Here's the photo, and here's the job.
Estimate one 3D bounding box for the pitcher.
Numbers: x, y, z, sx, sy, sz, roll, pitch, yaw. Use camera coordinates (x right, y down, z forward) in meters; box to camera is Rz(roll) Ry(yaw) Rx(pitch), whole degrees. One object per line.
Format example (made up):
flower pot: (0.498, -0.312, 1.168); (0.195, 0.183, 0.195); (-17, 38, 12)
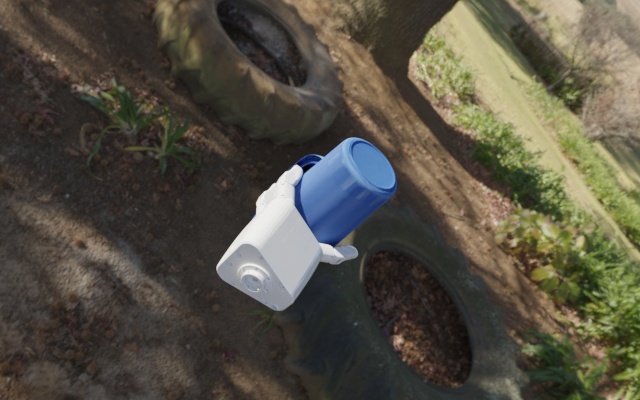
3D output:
pitcher: (0.000, 0.003, 0.768); (0.243, 0.149, 0.145); (-41, 6, 36)
